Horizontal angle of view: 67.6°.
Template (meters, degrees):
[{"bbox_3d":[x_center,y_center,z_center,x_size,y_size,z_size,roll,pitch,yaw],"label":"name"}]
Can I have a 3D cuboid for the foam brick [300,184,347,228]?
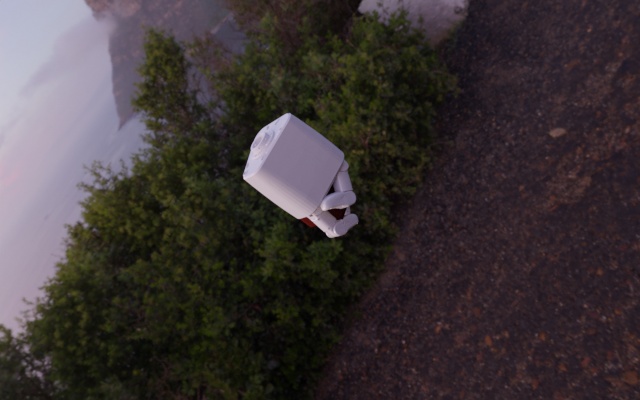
[{"bbox_3d":[0.000,0.003,0.744,0.051,0.053,0.078,36,-33,-26],"label":"foam brick"}]
